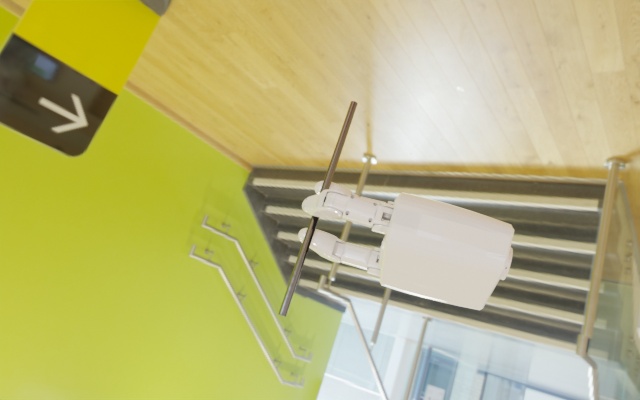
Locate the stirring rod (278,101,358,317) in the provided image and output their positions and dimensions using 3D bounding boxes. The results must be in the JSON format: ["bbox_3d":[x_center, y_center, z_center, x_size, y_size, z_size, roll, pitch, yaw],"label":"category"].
[{"bbox_3d":[0.000,0.002,0.494,0.011,0.239,0.011,17,-16,5],"label":"stirring rod"}]
